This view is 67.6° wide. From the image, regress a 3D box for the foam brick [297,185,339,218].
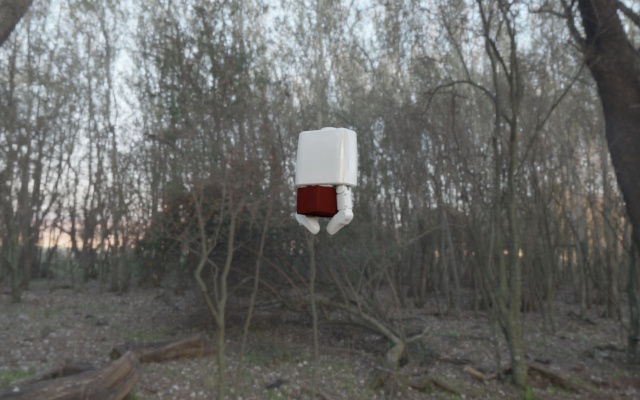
[{"bbox_3d":[0.000,0.003,0.890,0.053,0.051,0.078,-4,-9,42],"label":"foam brick"}]
